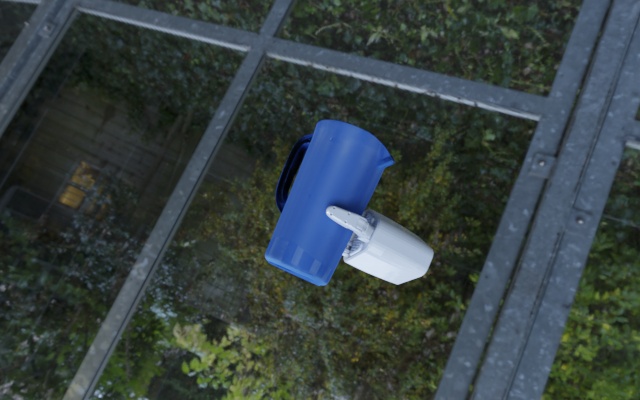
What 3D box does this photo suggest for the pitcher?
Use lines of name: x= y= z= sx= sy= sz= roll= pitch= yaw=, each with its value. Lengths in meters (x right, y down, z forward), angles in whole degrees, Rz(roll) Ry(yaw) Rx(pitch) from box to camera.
pitcher: x=0.000 y=0.003 z=0.764 sx=0.145 sy=0.243 sz=0.149 roll=27 pitch=-11 yaw=-11
